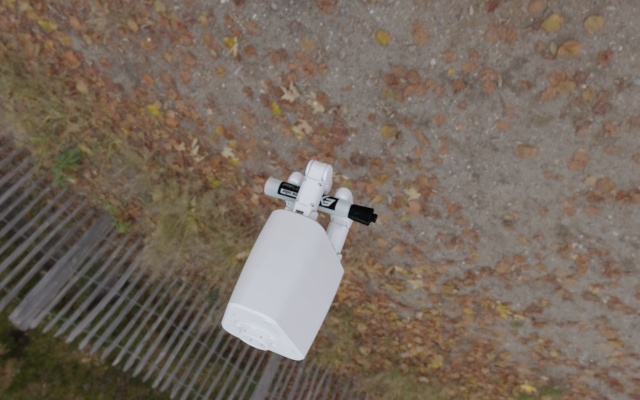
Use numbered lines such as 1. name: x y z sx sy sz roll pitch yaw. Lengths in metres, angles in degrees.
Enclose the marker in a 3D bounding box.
1. marker: 0.000 0.002 0.493 0.121 0.020 0.020 17 4 14
